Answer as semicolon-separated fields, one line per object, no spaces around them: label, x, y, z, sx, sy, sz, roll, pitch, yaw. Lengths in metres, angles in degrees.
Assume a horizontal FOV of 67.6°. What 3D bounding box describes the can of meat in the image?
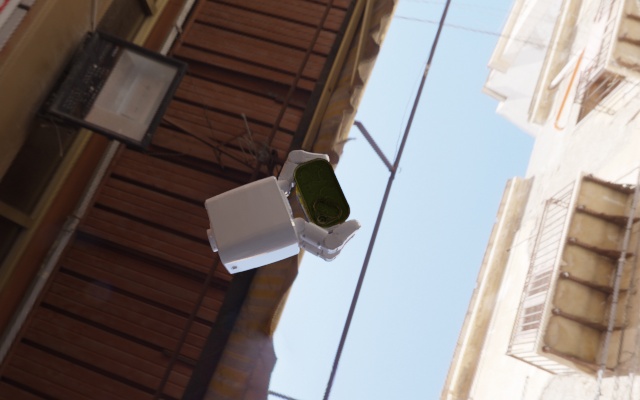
can of meat;0.000;0.002;0.699;0.057;0.102;0.084;-20;-17;-9
